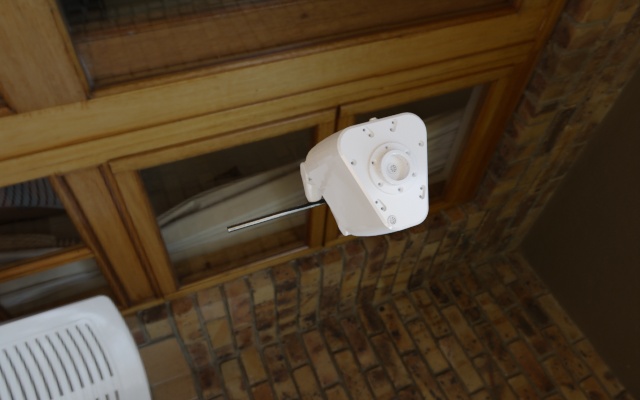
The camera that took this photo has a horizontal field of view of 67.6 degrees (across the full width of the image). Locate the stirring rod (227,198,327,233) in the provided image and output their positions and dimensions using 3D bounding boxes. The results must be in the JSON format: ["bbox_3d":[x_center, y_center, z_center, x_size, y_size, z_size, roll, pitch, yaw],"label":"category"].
[{"bbox_3d":[0.000,0.002,0.603,0.239,0.011,0.011,-17,5,-16],"label":"stirring rod"}]
